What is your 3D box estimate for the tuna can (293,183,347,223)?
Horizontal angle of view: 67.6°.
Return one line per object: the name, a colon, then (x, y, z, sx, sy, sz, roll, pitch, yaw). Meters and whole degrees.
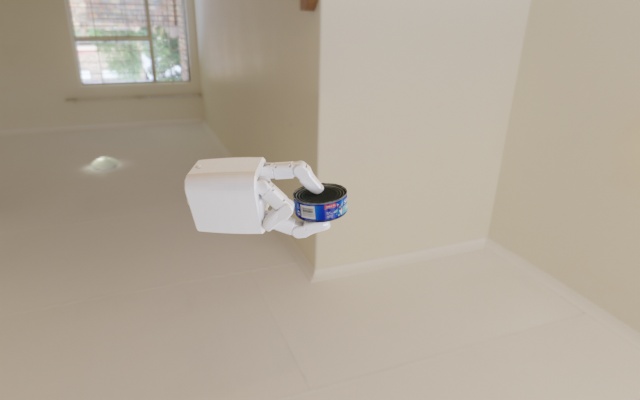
tuna can: (0.000, 0.003, 0.756, 0.086, 0.034, 0.086, -4, 23, 2)
